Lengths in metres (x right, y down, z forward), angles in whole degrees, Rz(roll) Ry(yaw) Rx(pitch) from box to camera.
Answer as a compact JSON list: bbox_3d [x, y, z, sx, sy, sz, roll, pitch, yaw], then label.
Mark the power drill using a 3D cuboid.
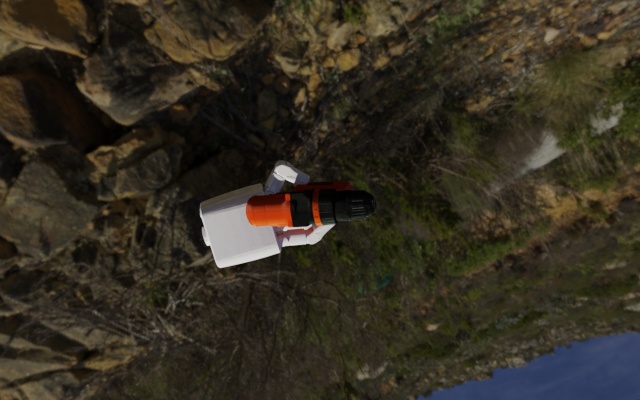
[{"bbox_3d":[0.000,0.002,0.729,0.184,0.057,0.187,-2,4,13],"label":"power drill"}]
